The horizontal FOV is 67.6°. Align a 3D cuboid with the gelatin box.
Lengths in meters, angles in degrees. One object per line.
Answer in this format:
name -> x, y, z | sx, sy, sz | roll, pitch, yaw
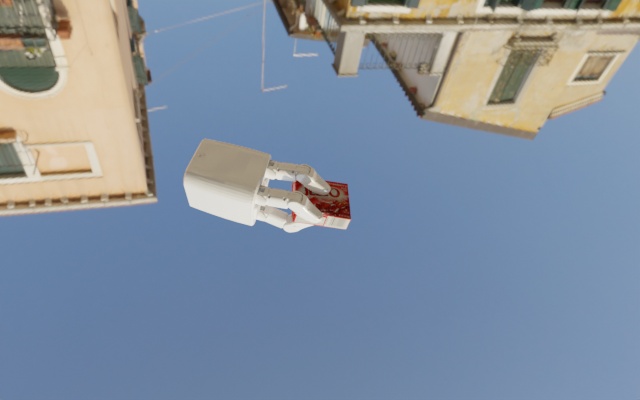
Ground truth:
gelatin box -> 0.000, 0.003, 0.740 | 0.089, 0.073, 0.030 | 9, -41, -13
